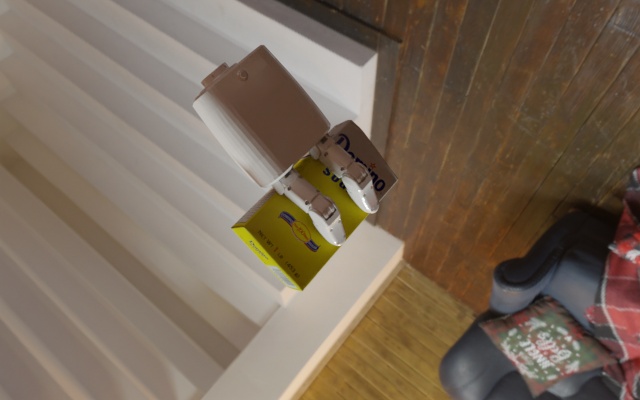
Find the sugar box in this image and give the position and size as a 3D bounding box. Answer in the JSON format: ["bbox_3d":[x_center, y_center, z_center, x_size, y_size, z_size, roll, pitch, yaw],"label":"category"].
[{"bbox_3d":[0.000,0.002,0.514,0.176,0.093,0.048,-47,18,-22],"label":"sugar box"}]
